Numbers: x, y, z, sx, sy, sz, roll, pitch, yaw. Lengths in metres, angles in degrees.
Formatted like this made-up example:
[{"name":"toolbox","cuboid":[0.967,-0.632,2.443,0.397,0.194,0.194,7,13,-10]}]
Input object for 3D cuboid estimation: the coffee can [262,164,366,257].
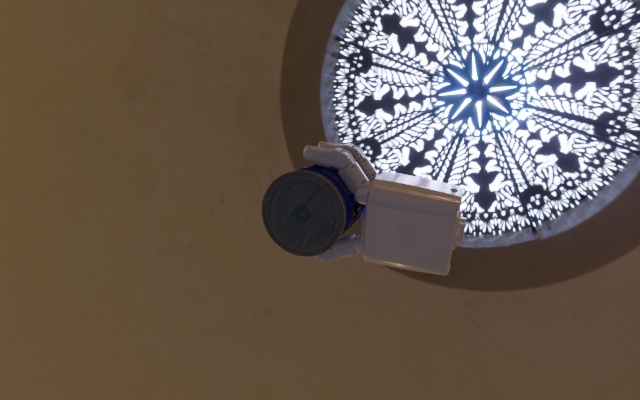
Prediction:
[{"name":"coffee can","cuboid":[0.000,0.002,0.617,0.103,0.103,0.140,0,12,19]}]
